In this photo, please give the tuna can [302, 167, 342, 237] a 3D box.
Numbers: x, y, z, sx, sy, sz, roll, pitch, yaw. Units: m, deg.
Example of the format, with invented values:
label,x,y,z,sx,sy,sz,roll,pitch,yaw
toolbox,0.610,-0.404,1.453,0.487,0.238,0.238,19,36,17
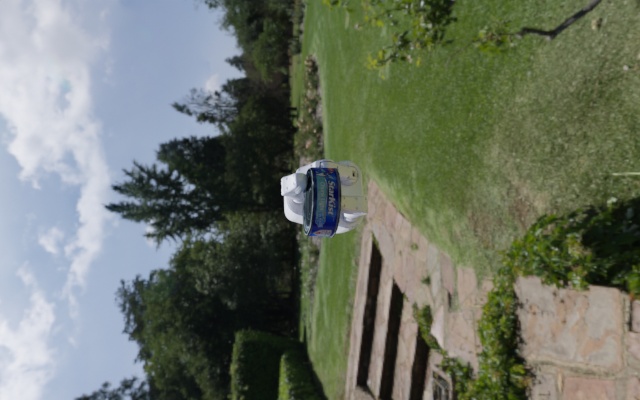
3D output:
label,x,y,z,sx,sy,sz,roll,pitch,yaw
tuna can,0.000,0.002,0.585,0.034,0.086,0.086,3,-1,-10
